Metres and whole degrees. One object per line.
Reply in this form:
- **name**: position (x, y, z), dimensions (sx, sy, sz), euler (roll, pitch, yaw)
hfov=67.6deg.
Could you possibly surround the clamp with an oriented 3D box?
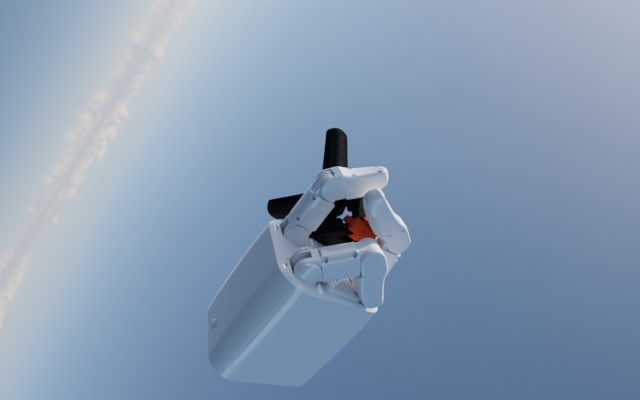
- **clamp**: position (0.001, 0.002, 0.467), dimensions (0.039, 0.120, 0.171), euler (32, 16, -26)
